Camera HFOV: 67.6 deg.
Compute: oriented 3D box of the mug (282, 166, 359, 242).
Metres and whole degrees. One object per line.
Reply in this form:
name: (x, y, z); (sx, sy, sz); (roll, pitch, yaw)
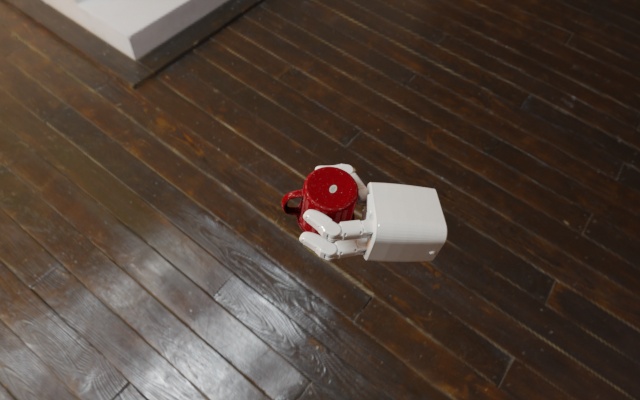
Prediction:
mug: (-0.001, 0.002, 0.722); (0.117, 0.093, 0.082); (2, -34, -6)
